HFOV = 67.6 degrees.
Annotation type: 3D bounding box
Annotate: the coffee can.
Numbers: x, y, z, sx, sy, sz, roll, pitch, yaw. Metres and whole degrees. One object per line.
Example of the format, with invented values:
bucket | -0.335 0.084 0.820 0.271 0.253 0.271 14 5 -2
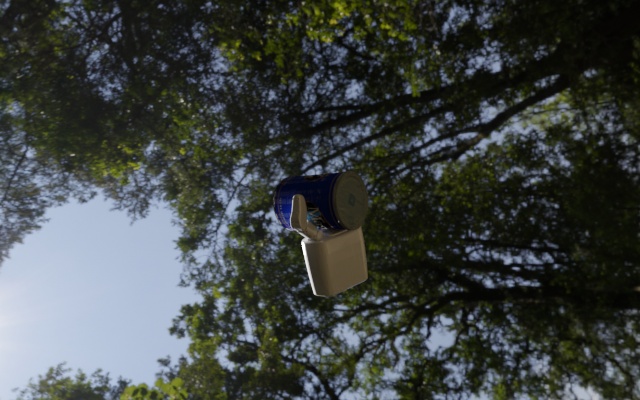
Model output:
coffee can | 0.000 0.003 0.864 0.140 0.103 0.103 -3 -2 37
